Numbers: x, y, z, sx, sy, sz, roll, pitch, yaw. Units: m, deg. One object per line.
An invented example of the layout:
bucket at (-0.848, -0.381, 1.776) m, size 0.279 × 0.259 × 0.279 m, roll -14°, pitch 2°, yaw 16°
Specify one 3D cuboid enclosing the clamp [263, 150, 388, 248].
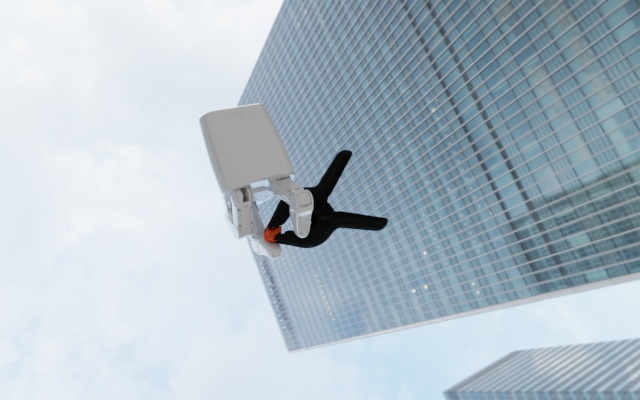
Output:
clamp at (0.000, 0.002, 0.628) m, size 0.171 × 0.120 × 0.039 m, roll -16°, pitch -14°, yaw -28°
